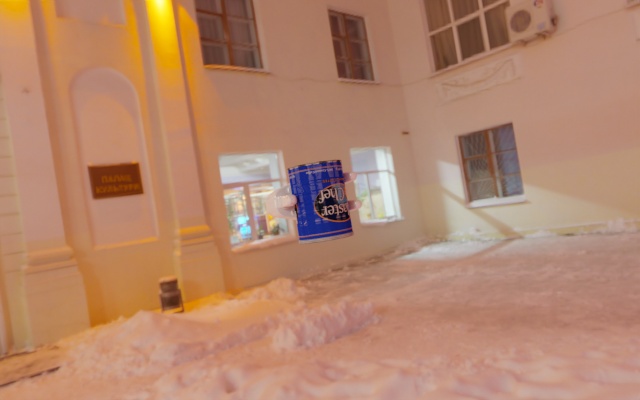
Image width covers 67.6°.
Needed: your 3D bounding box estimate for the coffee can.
[{"bbox_3d":[0.000,0.003,0.883,0.103,0.140,0.103,-9,-1,0],"label":"coffee can"}]
